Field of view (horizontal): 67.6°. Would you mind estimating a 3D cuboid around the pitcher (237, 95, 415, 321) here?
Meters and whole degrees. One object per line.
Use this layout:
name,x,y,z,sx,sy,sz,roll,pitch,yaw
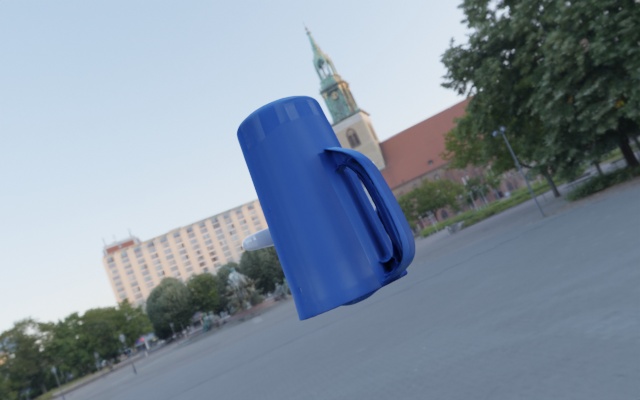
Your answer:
pitcher,0.000,0.002,0.552,0.149,0.243,0.145,-24,-9,2
